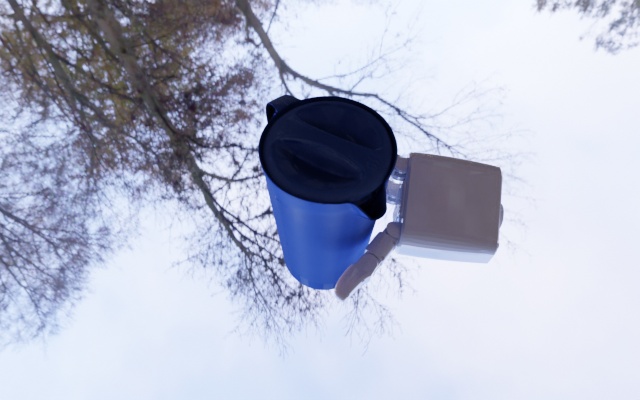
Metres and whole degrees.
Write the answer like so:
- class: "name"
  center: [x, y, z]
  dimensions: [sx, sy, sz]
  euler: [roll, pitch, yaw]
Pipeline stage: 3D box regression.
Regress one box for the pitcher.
- class: "pitcher"
  center: [0.000, 0.002, 0.554]
  dimensions: [0.145, 0.149, 0.243]
  euler: [8, -33, 4]
